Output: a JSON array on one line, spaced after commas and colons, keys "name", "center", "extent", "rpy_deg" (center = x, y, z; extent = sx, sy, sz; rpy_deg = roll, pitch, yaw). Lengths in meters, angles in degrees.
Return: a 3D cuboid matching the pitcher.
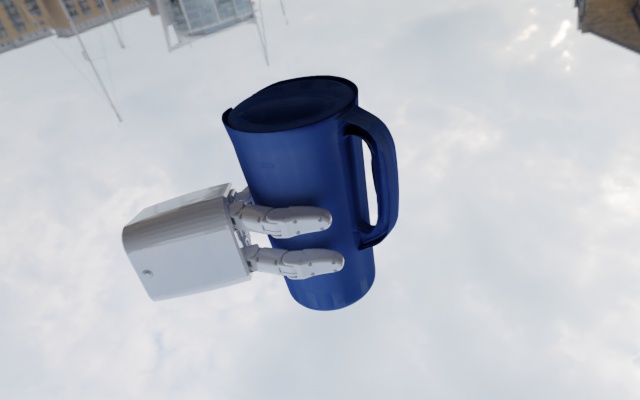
[{"name": "pitcher", "center": [0.000, 0.002, 0.508], "extent": [0.145, 0.243, 0.149], "rpy_deg": [-15, 32, -3]}]
